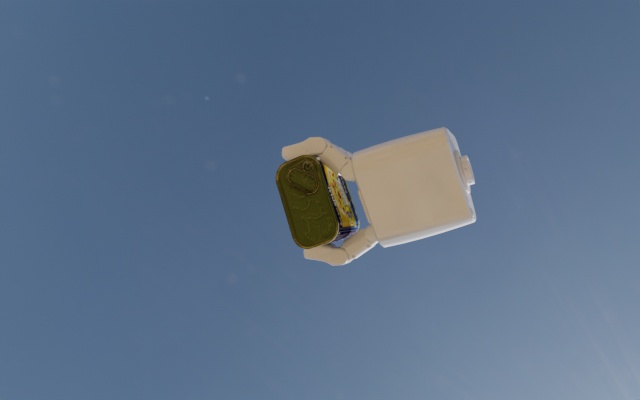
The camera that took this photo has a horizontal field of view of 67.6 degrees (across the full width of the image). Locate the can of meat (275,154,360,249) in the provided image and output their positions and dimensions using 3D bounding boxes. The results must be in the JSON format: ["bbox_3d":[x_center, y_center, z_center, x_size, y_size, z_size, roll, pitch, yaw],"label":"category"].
[{"bbox_3d":[0.000,0.002,0.562,0.057,0.102,0.084,-21,-8,22],"label":"can of meat"}]
